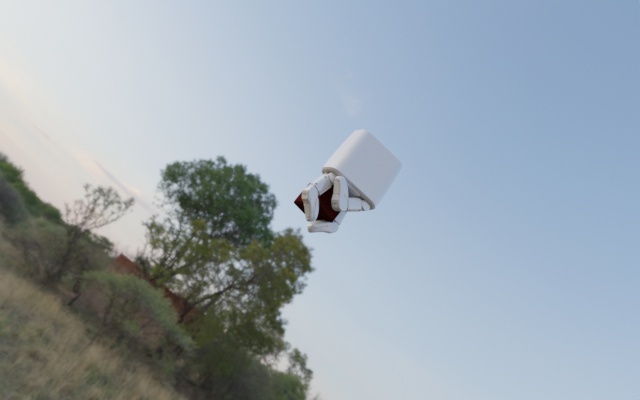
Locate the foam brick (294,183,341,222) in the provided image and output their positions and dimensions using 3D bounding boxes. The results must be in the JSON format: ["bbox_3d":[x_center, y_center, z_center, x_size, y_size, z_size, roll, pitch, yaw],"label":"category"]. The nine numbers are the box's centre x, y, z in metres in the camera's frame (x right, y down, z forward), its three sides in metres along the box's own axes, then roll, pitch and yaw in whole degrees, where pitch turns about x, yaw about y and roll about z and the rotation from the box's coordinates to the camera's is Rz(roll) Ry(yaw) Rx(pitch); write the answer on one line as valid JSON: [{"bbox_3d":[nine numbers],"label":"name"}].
[{"bbox_3d":[0.000,0.003,0.878,0.053,0.051,0.078,48,-23,-26],"label":"foam brick"}]
